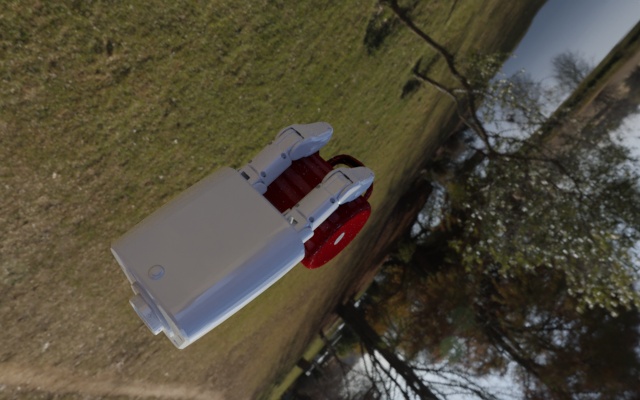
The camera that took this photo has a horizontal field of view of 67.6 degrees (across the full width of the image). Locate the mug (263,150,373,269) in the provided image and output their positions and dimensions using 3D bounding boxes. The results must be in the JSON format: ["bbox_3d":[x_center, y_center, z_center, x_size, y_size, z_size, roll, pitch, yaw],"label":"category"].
[{"bbox_3d":[0.001,0.001,0.442,0.117,0.081,0.093,-37,-19,-26],"label":"mug"}]
